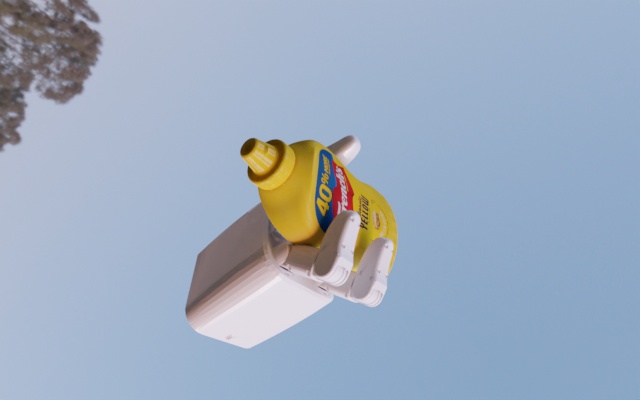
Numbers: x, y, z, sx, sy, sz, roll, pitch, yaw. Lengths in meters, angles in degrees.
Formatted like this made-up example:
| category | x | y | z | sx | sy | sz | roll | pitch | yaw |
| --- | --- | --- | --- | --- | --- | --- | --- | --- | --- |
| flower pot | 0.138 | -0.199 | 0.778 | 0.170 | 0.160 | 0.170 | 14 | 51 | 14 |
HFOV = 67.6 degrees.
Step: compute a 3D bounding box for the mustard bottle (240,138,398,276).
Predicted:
| category | x | y | z | sx | sy | sz | roll | pitch | yaw |
| --- | --- | --- | --- | --- | --- | --- | --- | --- | --- |
| mustard bottle | 0.000 | 0.001 | 0.426 | 0.058 | 0.096 | 0.192 | -14 | -34 | 34 |
